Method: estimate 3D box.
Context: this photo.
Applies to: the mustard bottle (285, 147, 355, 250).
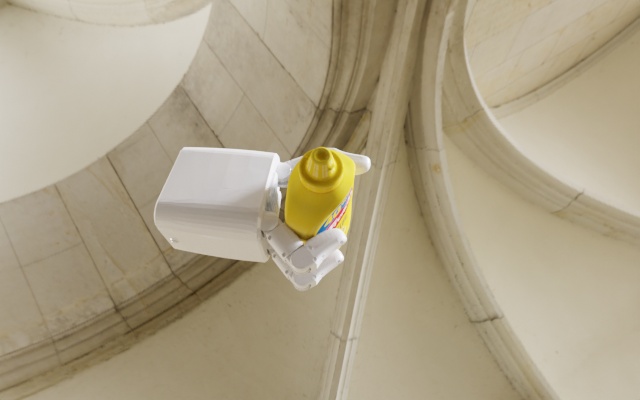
[{"bbox_3d":[0.000,0.002,0.493,0.058,0.096,0.192,29,-22,13],"label":"mustard bottle"}]
